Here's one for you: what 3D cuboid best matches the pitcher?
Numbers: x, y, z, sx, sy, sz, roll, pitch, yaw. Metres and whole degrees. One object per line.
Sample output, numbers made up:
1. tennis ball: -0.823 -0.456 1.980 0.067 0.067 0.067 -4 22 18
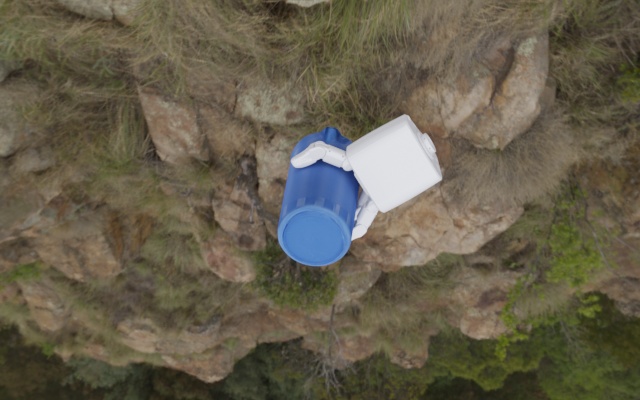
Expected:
1. pitcher: 0.000 0.002 0.788 0.145 0.149 0.242 -30 24 22
